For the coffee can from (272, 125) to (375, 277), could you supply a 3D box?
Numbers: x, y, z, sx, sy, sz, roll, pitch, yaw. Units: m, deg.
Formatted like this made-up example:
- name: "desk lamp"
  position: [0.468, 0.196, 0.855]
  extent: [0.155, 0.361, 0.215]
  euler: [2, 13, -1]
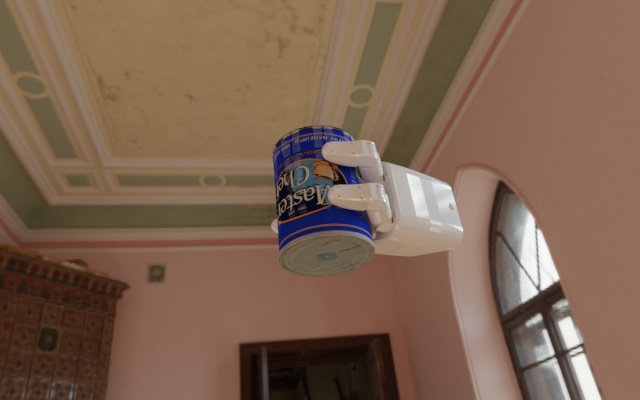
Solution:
- name: "coffee can"
  position: [0.000, 0.002, 0.539]
  extent: [0.103, 0.140, 0.103]
  euler: [-5, -31, -3]
